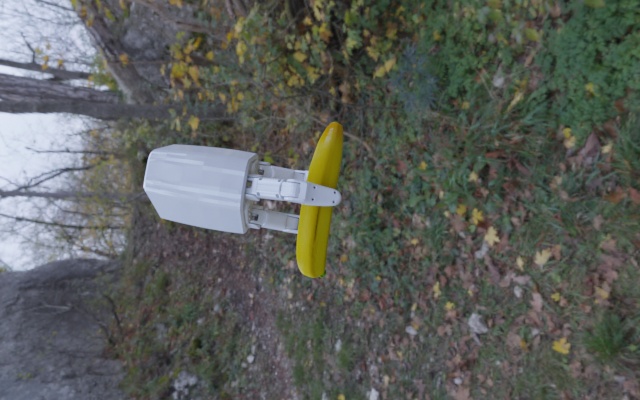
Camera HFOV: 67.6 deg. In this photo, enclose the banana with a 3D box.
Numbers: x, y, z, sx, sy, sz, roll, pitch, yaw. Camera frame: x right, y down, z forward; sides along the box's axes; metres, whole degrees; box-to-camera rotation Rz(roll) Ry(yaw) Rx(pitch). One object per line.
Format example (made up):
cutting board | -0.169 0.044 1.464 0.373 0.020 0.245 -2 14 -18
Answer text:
banana | -0.003 0.011 0.549 0.037 0.198 0.069 9 18 5
